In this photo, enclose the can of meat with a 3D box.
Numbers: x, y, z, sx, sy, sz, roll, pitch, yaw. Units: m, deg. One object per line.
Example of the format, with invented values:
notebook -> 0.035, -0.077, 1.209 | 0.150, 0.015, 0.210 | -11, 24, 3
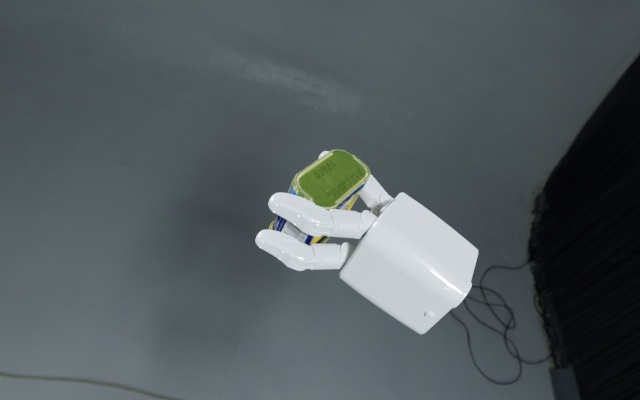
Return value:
can of meat -> 0.000, 0.001, 0.514 | 0.057, 0.084, 0.102 | 39, 45, 11
